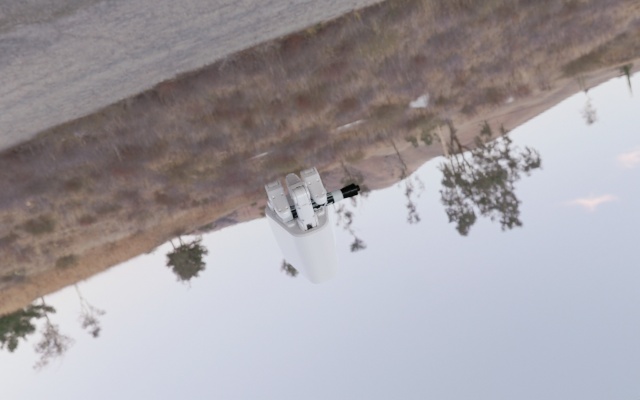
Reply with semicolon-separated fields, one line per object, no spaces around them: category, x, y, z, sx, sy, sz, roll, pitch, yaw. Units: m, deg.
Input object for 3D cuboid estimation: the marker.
marker;0.000;0.002;0.685;0.121;0.020;0.020;-20;3;-7
